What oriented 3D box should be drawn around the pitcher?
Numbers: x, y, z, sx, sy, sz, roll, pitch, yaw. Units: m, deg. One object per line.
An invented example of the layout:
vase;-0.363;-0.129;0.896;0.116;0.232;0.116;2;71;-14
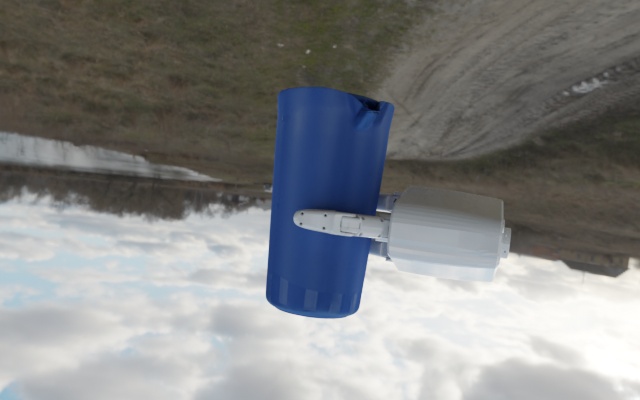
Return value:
pitcher;0.000;0.002;0.551;0.145;0.243;0.149;7;-1;17
